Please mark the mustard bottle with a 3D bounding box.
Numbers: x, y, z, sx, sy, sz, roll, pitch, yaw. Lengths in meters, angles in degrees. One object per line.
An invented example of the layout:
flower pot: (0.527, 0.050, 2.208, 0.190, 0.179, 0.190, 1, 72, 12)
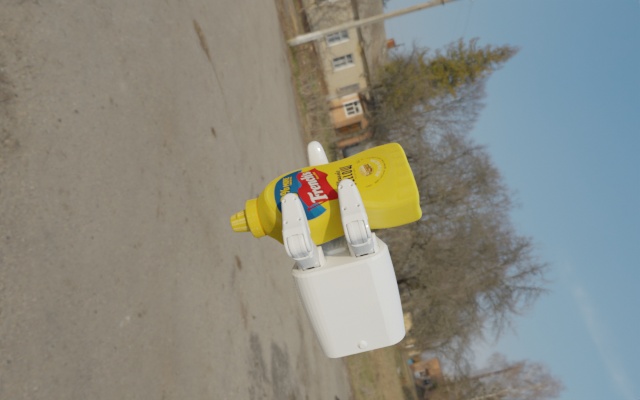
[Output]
mustard bottle: (0.000, 0.001, 0.494, 0.191, 0.096, 0.058, -15, -46, 6)
